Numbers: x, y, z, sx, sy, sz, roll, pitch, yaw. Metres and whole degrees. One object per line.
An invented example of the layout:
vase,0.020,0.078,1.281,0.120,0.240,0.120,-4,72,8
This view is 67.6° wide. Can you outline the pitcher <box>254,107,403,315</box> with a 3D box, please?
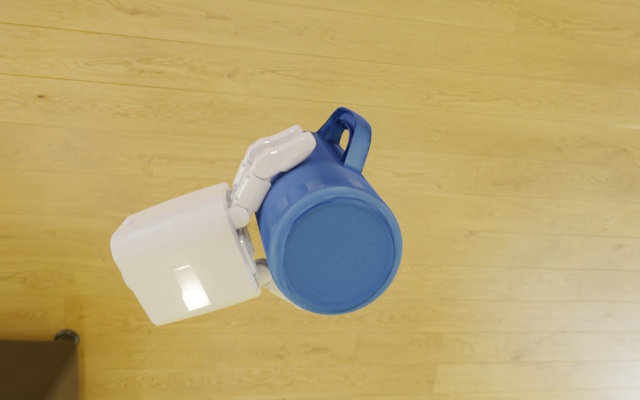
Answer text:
pitcher,0.000,0.002,0.475,0.145,0.149,0.242,-18,17,-4
